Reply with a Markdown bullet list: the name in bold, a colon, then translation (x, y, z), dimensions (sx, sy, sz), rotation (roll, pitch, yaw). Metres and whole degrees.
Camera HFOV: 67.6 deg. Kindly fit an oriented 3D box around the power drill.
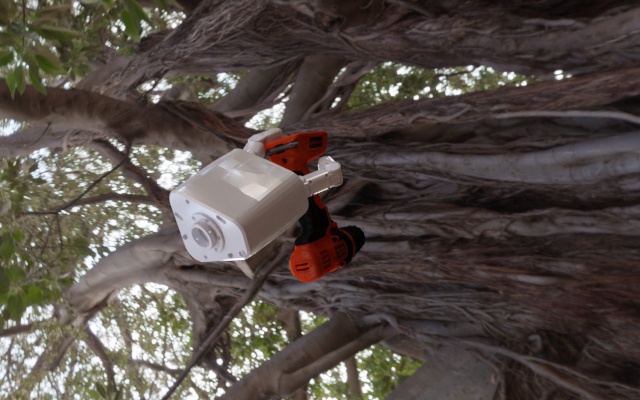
- **power drill**: translation (0.000, 0.002, 0.649), dimensions (0.057, 0.187, 0.184), rotation (-16, 1, 25)
